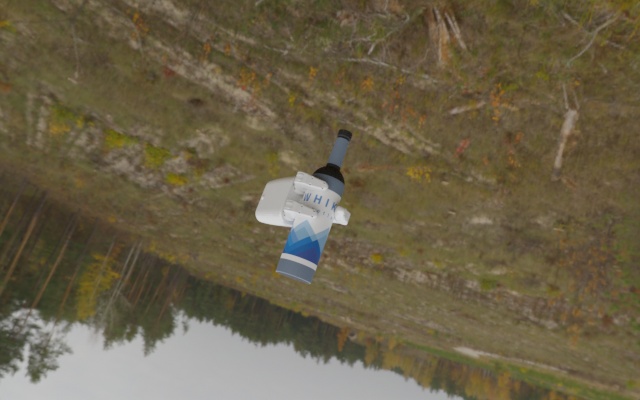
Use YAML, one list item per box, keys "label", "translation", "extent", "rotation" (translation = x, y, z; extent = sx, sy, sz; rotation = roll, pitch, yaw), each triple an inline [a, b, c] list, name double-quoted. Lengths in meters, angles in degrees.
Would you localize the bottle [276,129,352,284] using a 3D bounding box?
- label: "bottle"
  translation: [0.000, 0.003, 0.882]
  extent: [0.069, 0.295, 0.069]
  rotation: [19, -15, 5]
